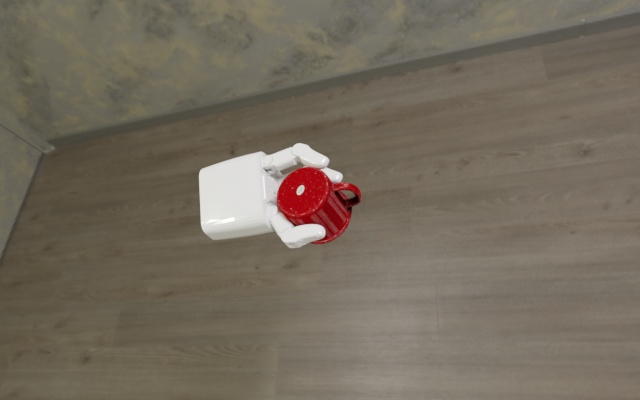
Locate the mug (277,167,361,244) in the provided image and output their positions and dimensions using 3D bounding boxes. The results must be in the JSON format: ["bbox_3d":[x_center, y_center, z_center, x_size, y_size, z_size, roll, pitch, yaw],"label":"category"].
[{"bbox_3d":[0.001,0.002,0.681,0.117,0.093,0.081,-13,-32,17],"label":"mug"}]
